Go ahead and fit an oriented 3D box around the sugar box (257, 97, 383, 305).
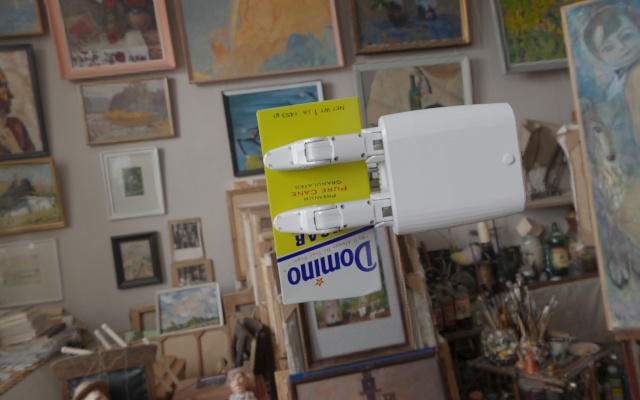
[{"bbox_3d":[0.000,0.001,0.437,0.093,0.176,0.048,-8,2,2],"label":"sugar box"}]
